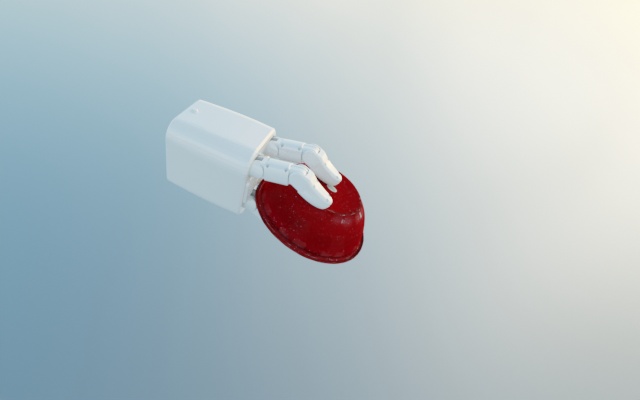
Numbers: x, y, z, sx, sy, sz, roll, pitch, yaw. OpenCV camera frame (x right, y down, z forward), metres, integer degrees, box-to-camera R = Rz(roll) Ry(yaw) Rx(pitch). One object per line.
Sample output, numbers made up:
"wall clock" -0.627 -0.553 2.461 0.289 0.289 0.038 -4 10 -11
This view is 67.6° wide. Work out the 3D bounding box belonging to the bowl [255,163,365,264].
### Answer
"bowl" 0.001 0.002 0.619 0.162 0.162 0.055 0 -42 -40
